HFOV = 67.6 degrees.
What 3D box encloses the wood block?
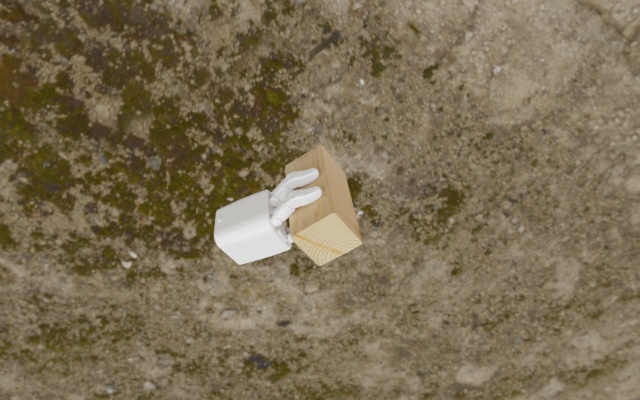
[{"bbox_3d":[0.000,0.003,0.866,0.090,0.206,0.091,-30,-54,16],"label":"wood block"}]
